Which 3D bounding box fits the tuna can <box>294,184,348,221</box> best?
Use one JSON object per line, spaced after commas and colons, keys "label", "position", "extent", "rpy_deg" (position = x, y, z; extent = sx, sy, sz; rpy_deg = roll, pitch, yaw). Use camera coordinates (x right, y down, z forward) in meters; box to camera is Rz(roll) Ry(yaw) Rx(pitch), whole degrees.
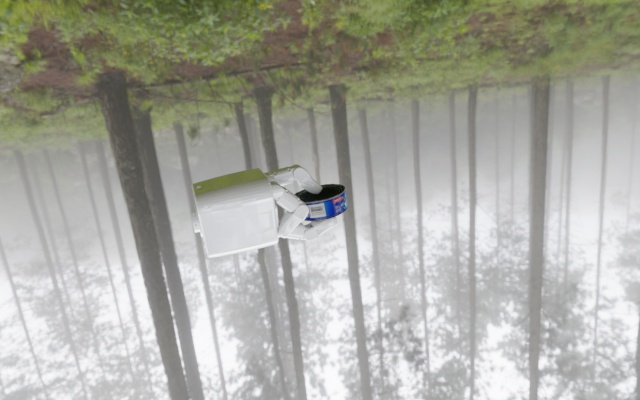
{"label": "tuna can", "position": [0.000, 0.003, 0.764], "extent": [0.086, 0.034, 0.086], "rpy_deg": [-10, 17, 3]}
